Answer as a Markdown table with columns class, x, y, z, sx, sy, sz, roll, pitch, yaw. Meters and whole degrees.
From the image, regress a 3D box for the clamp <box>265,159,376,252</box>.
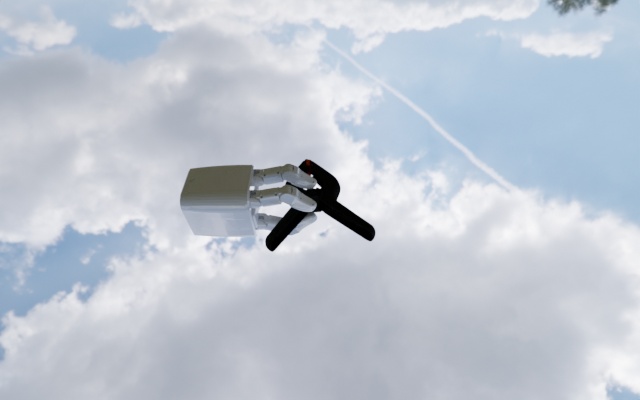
| class | x | y | z | sx | sy | sz | roll | pitch | yaw |
| --- | --- | --- | --- | --- | --- | --- | --- | --- | --- |
| clamp | 0.000 | 0.003 | 0.776 | 0.164 | 0.036 | 0.209 | 0 | 39 | 0 |
